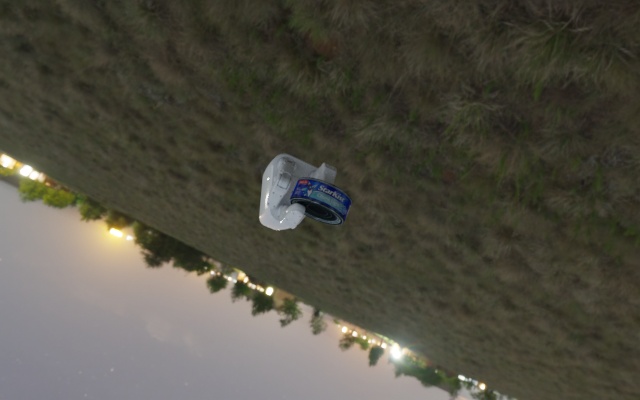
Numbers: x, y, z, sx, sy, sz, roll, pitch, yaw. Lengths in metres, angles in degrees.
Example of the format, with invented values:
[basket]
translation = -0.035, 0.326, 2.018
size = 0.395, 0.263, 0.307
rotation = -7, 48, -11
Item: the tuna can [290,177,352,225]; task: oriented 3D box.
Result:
[tuna can]
translation = 0.000, 0.003, 0.681
size = 0.086, 0.033, 0.086
rotation = 21, -18, 7
